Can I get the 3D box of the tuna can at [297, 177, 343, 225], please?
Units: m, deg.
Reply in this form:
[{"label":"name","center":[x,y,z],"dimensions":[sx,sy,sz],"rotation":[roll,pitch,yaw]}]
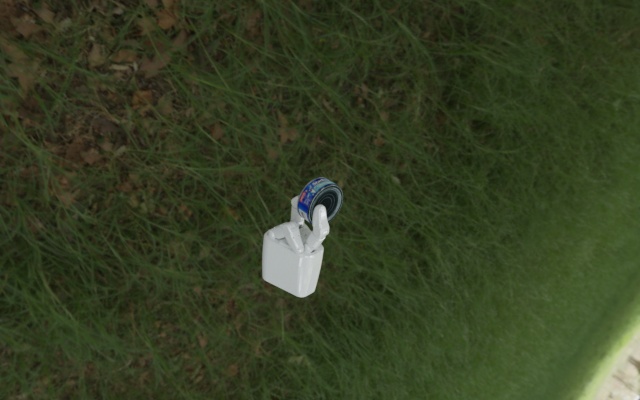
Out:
[{"label":"tuna can","center":[0.001,0.003,0.871],"dimensions":[0.086,0.086,0.033],"rotation":[0,25,-46]}]
